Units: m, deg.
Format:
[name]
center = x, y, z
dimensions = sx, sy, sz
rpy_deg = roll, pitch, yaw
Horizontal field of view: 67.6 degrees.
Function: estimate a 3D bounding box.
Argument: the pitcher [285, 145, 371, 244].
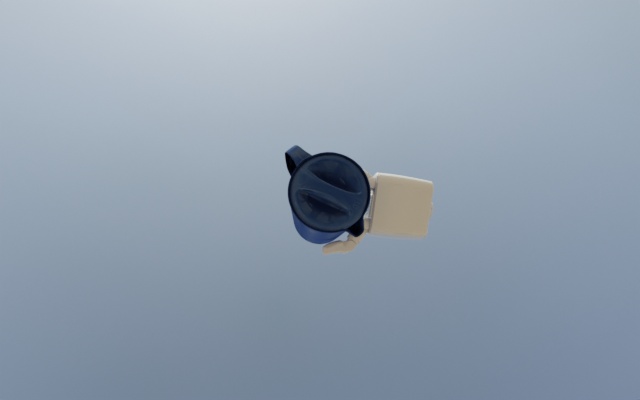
[pitcher]
center = 0.000, 0.003, 0.869
dimensions = 0.145, 0.149, 0.243
rpy_deg = 6, -13, -3
